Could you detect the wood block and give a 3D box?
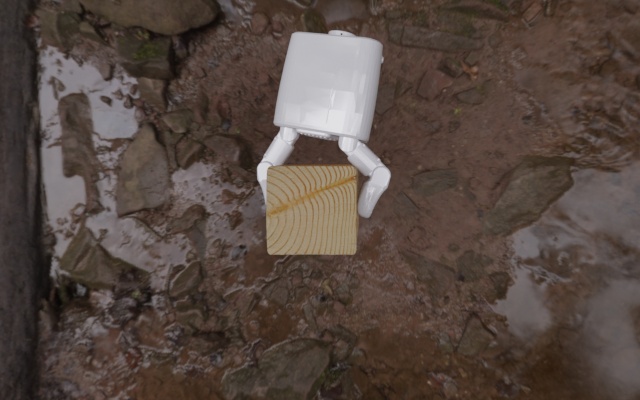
[{"bbox_3d":[0.000,0.001,0.569,0.091,0.090,0.206,0,5,6],"label":"wood block"}]
